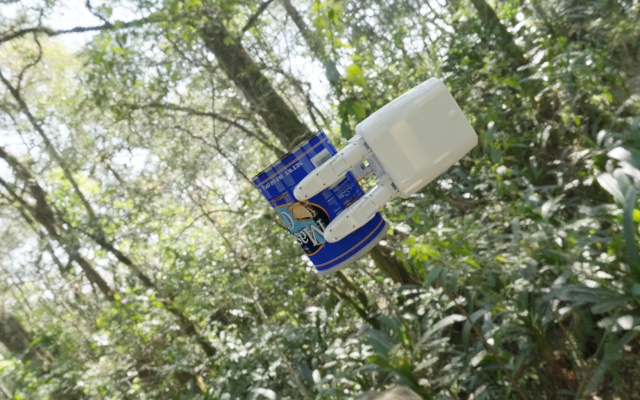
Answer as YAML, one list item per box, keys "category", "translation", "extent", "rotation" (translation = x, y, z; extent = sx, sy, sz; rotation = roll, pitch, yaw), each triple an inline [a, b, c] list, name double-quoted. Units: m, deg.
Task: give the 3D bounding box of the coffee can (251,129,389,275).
- category: "coffee can"
  translation: [0.000, 0.002, 0.565]
  extent: [0.103, 0.140, 0.103]
  rotation: [-35, 7, 5]
